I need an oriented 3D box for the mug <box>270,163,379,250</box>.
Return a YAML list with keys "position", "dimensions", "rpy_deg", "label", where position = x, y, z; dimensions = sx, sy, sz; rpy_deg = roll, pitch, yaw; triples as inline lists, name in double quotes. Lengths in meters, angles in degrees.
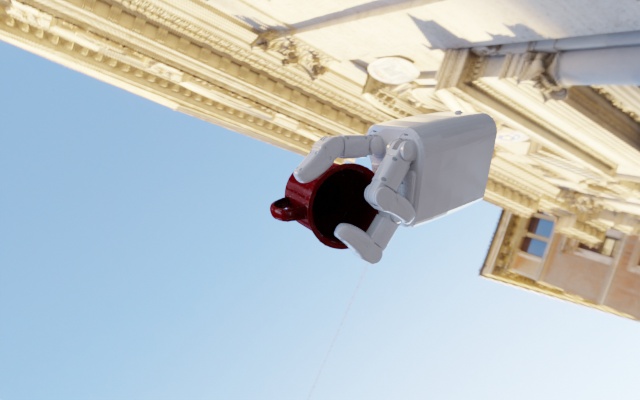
- position: [-0.001, 0.002, 0.529]
  dimensions: [0.117, 0.093, 0.081]
  rpy_deg: [-16, 19, -24]
  label: "mug"
